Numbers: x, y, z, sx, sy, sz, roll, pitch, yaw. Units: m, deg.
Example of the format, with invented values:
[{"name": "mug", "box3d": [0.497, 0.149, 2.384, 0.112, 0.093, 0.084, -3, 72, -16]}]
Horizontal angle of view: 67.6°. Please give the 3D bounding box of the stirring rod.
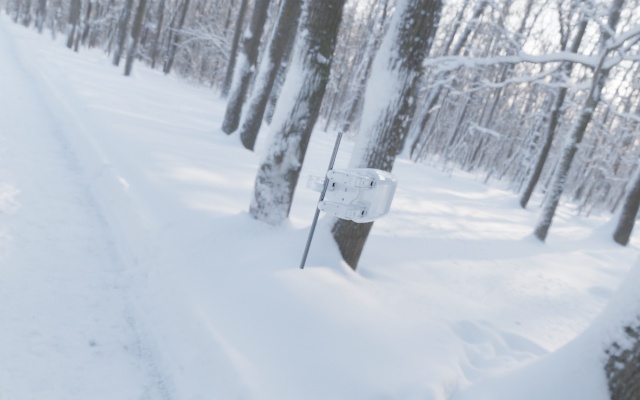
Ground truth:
[{"name": "stirring rod", "box3d": [0.000, 0.003, 0.800, 0.011, 0.239, 0.011, 16, 10, -3]}]
